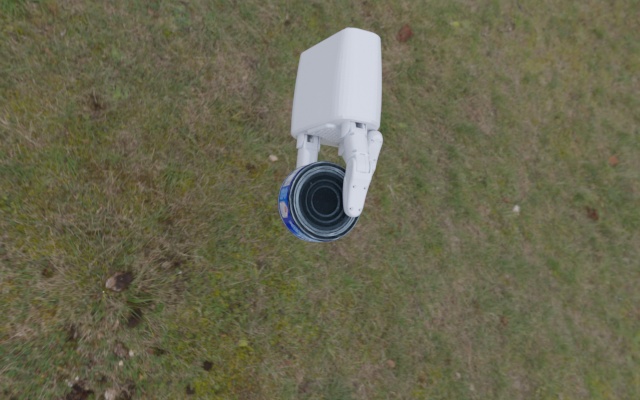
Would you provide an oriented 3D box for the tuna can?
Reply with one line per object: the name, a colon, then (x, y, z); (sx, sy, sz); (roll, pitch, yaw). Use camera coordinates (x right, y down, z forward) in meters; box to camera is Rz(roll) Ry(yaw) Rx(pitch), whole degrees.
tuna can: (0.000, 0.002, 0.508); (0.086, 0.086, 0.034); (0, -4, -24)
